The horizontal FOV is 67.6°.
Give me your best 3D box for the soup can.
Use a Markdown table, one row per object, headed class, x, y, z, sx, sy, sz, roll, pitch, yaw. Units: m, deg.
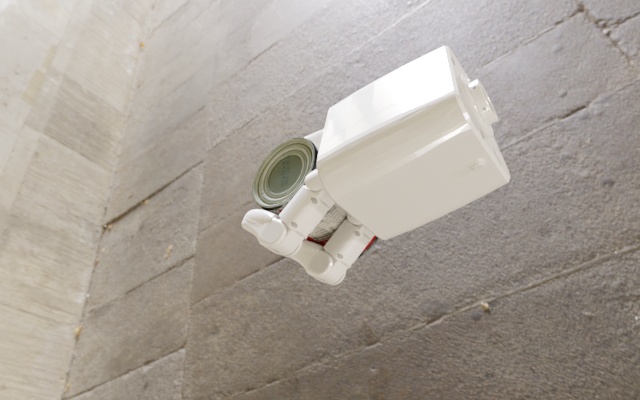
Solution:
| class | x | y | z | sx | sy | sz | roll | pitch | yaw |
| --- | --- | --- | --- | --- | --- | --- | --- | --- | --- |
| soup can | -0.001 | 0.001 | 0.406 | 0.068 | 0.068 | 0.102 | 0 | -28 | 42 |
